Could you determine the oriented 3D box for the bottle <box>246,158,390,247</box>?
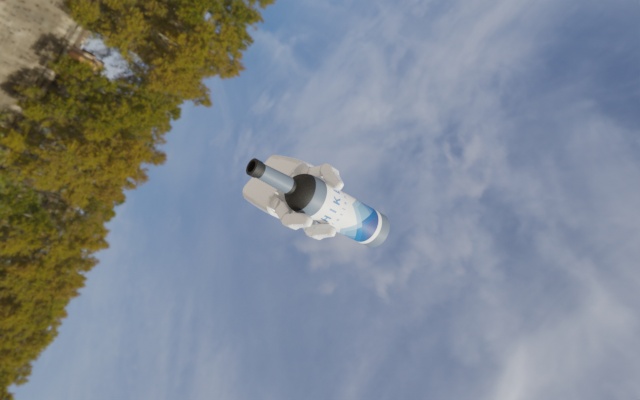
[{"bbox_3d":[0.000,0.003,0.800,0.296,0.069,0.069,27,-18,-38],"label":"bottle"}]
